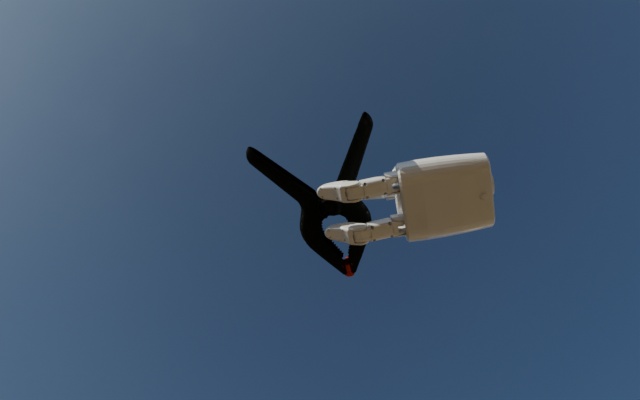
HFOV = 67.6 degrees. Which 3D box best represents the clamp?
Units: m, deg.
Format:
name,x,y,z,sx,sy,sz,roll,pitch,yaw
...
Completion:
name,x,y,z,sx,sy,sz,roll,pitch,yaw
clamp,0.001,0.002,0.621,0.164,0.210,0.036,-9,16,8
